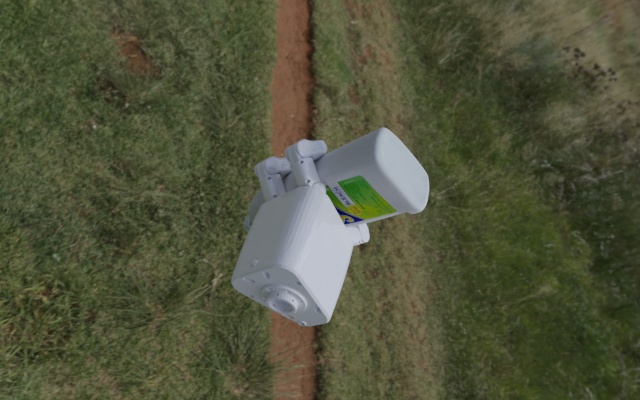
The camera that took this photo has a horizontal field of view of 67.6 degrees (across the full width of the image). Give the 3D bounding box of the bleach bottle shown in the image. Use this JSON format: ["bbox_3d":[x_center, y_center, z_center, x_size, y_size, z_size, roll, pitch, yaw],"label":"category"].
[{"bbox_3d":[0.000,0.002,0.591,0.251,0.068,0.103,-23,-56,39],"label":"bleach bottle"}]
